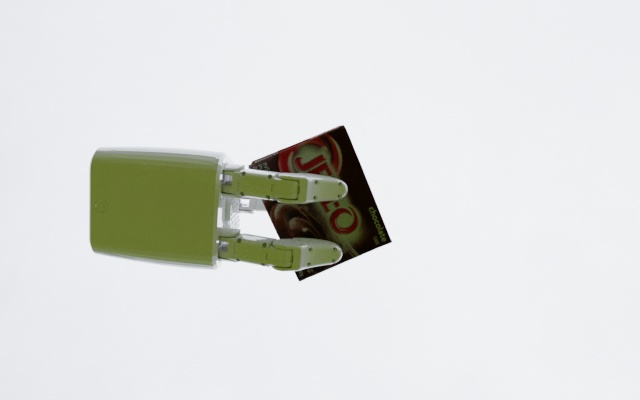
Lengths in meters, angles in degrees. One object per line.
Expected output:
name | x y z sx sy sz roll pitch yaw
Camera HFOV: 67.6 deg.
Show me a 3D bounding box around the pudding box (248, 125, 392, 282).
pudding box | 0.000 0.001 0.423 0.090 0.113 0.039 -23 9 2
